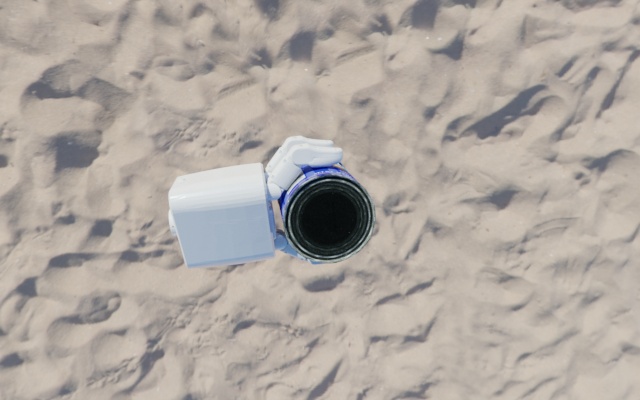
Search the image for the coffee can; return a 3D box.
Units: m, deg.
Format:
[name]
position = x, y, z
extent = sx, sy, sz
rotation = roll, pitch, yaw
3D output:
[coffee can]
position = 0.000, 0.002, 0.582
extent = 0.103, 0.103, 0.140
rotation = 0, 16, -9
